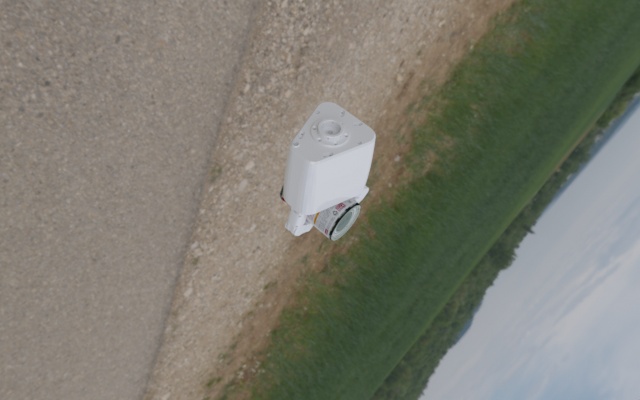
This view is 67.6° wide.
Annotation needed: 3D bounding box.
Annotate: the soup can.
[{"bbox_3d":[0.000,0.003,0.702,0.102,0.068,0.068,39,15,20],"label":"soup can"}]
